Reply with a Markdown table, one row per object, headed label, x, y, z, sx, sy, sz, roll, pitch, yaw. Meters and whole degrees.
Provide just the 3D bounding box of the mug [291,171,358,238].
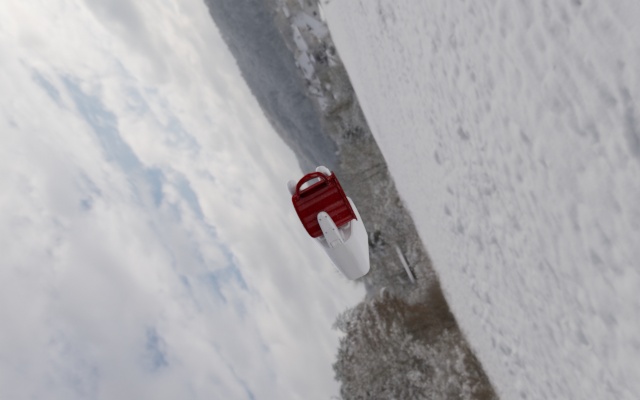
| label | x | y | z | sx | sy | sz | roll | pitch | yaw |
| --- | --- | --- | --- | --- | --- | --- | --- | --- | --- |
| mug | -0.001 | 0.002 | 0.781 | 0.081 | 0.117 | 0.093 | -27 | 41 | 4 |
